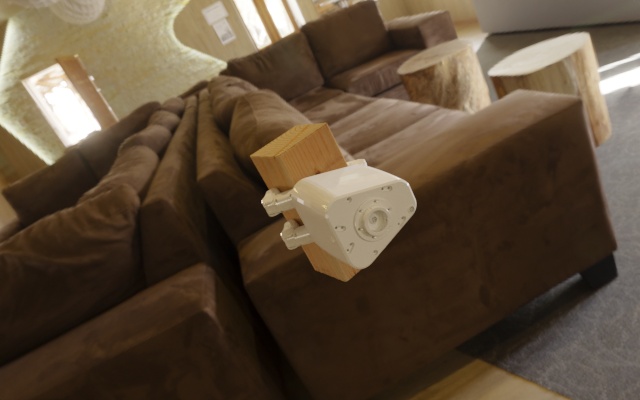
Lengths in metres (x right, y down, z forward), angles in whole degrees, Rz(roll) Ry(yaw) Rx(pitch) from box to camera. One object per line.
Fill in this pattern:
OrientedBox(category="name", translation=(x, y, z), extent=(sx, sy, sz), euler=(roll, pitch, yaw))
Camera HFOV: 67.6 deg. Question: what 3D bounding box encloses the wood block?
OrientedBox(category="wood block", translation=(0.000, 0.002, 0.686), extent=(0.091, 0.206, 0.090), euler=(-37, 23, -24))
